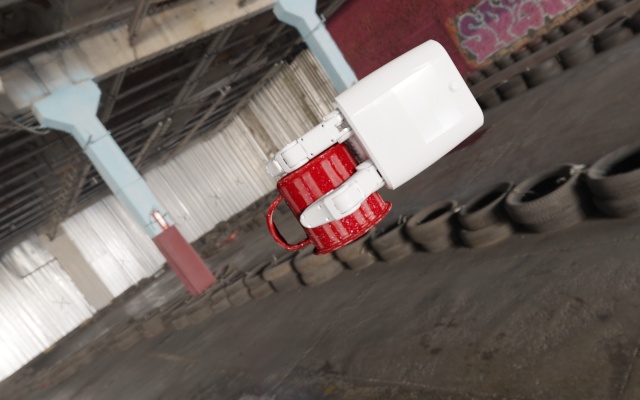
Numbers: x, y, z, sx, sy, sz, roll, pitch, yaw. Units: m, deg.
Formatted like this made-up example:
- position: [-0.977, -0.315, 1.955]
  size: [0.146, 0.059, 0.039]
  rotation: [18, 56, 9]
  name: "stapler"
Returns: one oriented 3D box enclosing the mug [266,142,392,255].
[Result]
- position: [-0.001, 0.002, 0.474]
  size: [0.117, 0.081, 0.093]
  rotation: [-34, 7, -1]
  name: "mug"
